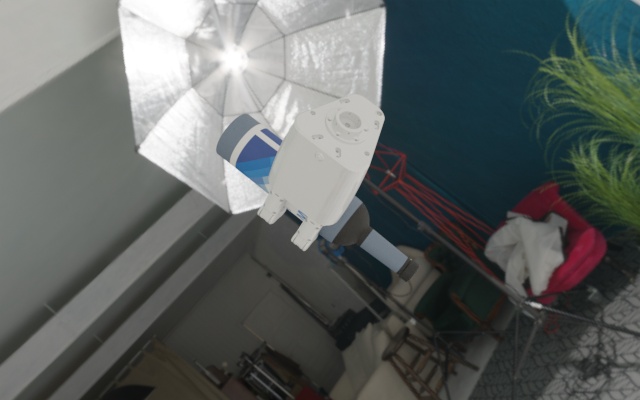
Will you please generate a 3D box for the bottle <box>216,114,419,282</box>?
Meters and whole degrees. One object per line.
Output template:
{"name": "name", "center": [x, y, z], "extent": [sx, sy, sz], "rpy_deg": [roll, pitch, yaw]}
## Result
{"name": "bottle", "center": [0.000, 0.002, 0.613], "extent": [0.295, 0.069, 0.069], "rpy_deg": [38, 5, 6]}
